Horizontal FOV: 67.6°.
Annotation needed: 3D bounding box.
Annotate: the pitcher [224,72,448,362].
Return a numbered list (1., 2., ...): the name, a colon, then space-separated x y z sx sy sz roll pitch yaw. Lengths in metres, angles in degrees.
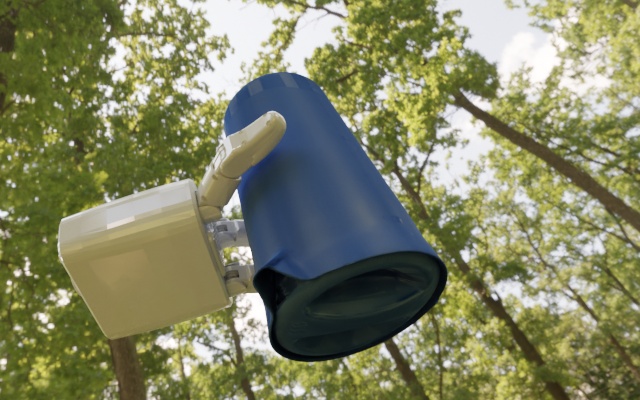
1. pitcher: 0.000 0.001 0.412 0.145 0.242 0.149 -18 -40 -6
